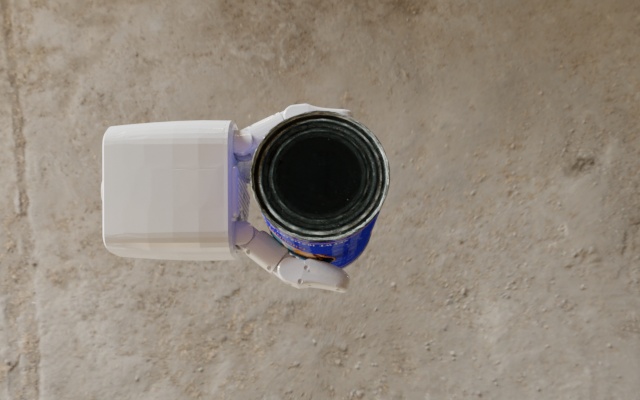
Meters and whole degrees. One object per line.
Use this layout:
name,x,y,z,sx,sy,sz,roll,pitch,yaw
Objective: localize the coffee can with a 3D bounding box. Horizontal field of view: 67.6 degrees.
coffee can,0.000,0.001,0.412,0.103,0.102,0.140,0,-18,0
